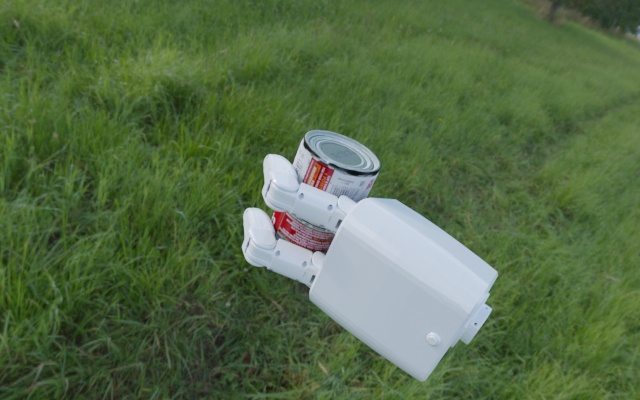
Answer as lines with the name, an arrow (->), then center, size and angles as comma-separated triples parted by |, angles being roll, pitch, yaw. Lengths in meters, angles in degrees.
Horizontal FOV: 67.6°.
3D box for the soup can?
soup can -> 0.000, 0.001, 0.401 | 0.068, 0.102, 0.068 | 18, 28, -10
